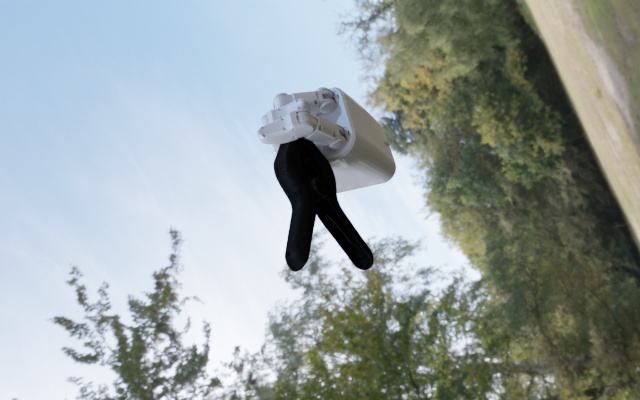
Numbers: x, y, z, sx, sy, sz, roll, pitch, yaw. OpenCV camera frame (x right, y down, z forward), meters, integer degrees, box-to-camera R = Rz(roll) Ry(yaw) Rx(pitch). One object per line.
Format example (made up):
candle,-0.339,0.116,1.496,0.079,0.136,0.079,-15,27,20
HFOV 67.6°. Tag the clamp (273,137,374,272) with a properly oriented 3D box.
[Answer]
clamp,0.000,0.002,0.508,0.039,0.171,0.120,-28,-32,31
